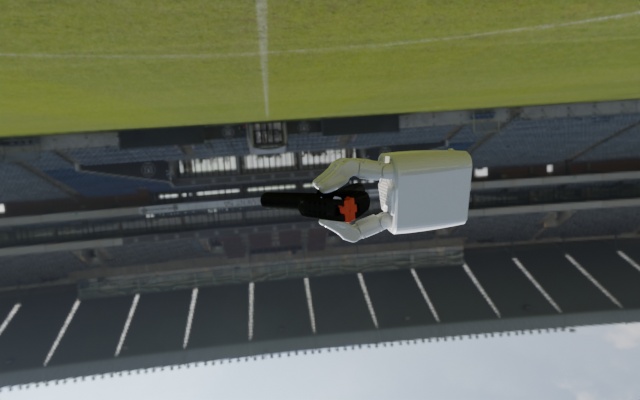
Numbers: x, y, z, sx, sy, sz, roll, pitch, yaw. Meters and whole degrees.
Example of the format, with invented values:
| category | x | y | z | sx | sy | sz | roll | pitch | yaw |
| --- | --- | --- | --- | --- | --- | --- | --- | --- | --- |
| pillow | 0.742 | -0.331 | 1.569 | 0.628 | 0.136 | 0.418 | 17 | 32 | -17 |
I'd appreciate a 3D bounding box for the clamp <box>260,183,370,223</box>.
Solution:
| category | x | y | z | sx | sy | sz | roll | pitch | yaw |
| --- | --- | --- | --- | --- | --- | --- | --- | --- | --- |
| clamp | 0.000 | 0.003 | 0.655 | 0.164 | 0.036 | 0.210 | -7 | 8 | -6 |
